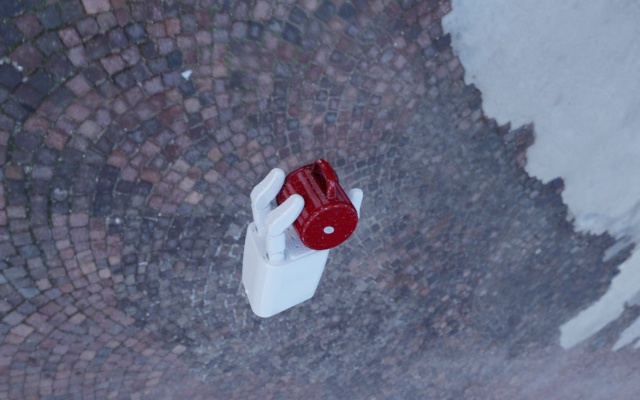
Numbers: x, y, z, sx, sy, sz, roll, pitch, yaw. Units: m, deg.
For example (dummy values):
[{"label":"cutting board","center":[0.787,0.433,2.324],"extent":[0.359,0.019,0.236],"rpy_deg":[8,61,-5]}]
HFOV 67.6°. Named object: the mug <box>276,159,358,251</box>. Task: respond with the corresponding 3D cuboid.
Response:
[{"label":"mug","center":[0.001,0.001,0.620],"extent":[0.093,0.117,0.081],"rpy_deg":[-7,41,-24]}]
